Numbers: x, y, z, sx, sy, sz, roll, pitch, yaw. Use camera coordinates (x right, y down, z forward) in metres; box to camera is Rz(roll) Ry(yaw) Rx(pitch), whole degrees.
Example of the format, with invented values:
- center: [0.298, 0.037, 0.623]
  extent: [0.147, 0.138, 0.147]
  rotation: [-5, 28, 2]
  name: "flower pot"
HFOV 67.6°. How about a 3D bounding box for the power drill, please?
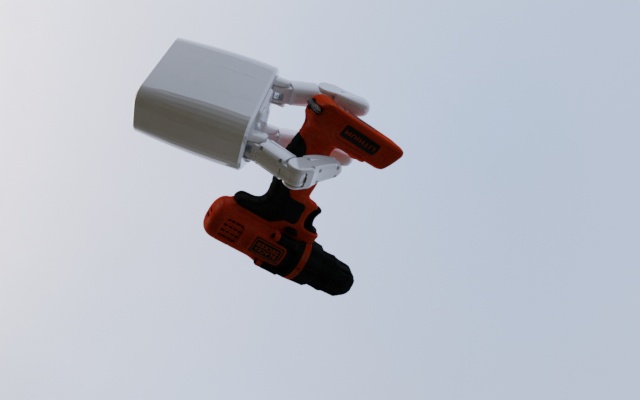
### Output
- center: [0.000, 0.001, 0.498]
  extent: [0.184, 0.188, 0.057]
  rotation: [30, 13, -24]
  name: "power drill"
